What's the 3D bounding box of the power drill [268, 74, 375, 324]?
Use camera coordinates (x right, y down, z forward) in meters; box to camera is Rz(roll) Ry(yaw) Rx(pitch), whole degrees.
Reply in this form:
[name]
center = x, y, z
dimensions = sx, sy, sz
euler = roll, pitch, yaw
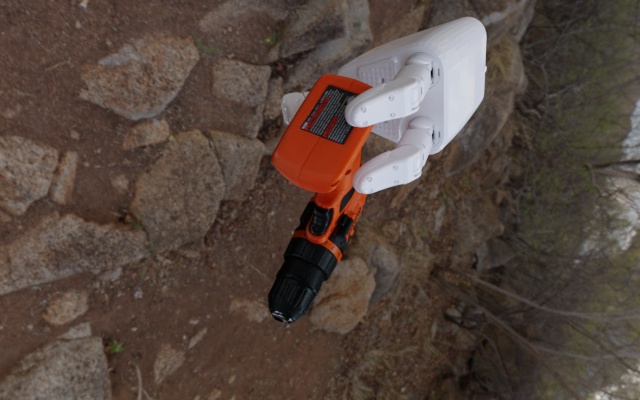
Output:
[power drill]
center = 0.000, 0.001, 0.416
dimensions = 0.057, 0.184, 0.188
euler = 21, -28, 10
